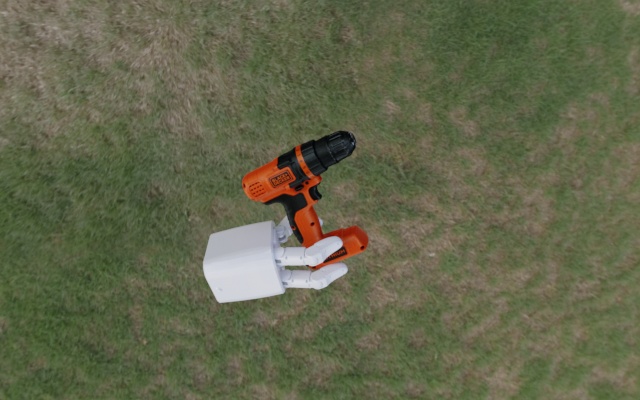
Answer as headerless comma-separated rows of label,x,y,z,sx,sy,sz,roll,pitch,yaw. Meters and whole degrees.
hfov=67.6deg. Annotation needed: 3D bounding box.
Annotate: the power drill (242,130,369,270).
power drill,0.000,0.003,0.725,0.184,0.188,0.057,-23,20,19
